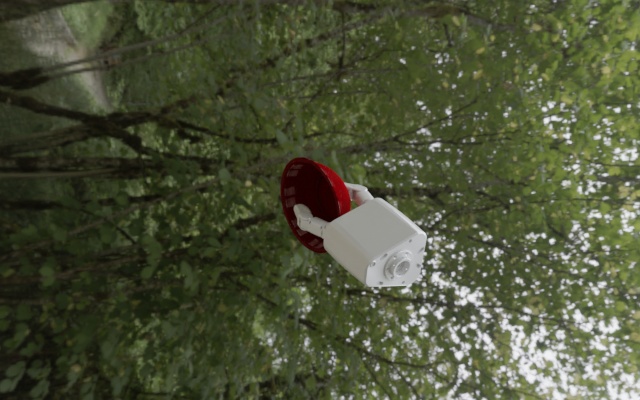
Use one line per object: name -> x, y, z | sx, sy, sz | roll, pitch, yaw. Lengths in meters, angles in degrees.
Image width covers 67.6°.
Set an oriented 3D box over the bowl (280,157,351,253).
bowl -> 0.000, 0.002, 0.792 | 0.055, 0.162, 0.162 | -18, 11, -35
